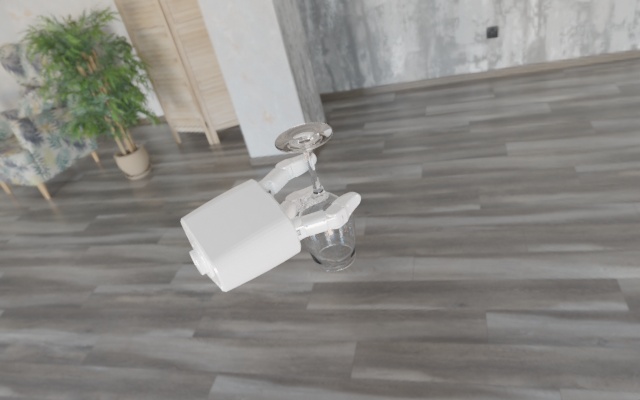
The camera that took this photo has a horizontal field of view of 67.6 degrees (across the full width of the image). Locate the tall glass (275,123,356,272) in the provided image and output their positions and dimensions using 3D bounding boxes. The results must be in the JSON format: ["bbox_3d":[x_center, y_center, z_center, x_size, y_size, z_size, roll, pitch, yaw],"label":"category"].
[{"bbox_3d":[0.000,0.002,0.642,0.079,0.201,0.079,-11,33,7],"label":"tall glass"}]
